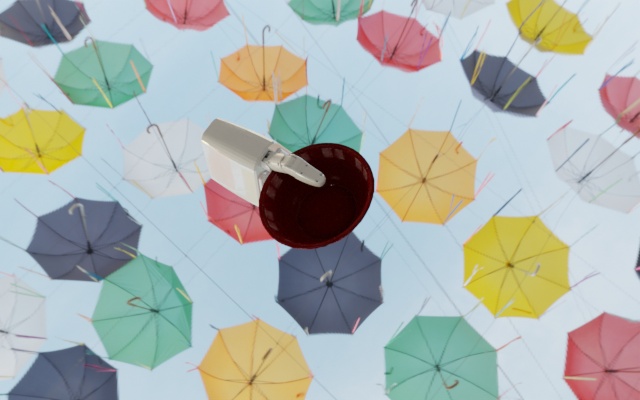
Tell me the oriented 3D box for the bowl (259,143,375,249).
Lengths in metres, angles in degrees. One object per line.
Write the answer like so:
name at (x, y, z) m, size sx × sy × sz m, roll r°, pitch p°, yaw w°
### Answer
bowl at (0.001, 0.003, 0.648) m, size 0.162 × 0.162 × 0.055 m, roll 0°, pitch -29°, yaw 22°
